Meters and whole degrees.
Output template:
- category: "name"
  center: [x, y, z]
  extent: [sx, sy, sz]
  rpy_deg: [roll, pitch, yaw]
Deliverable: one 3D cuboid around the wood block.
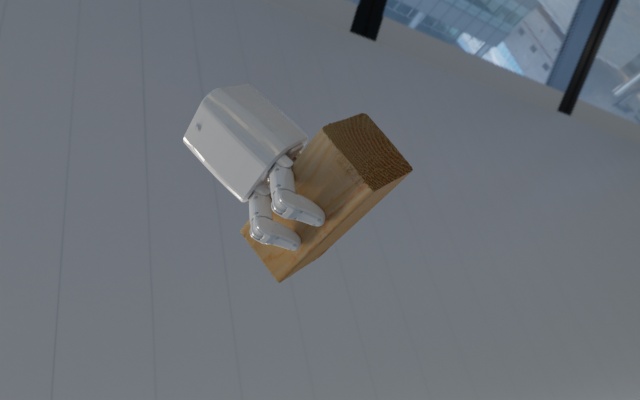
- category: "wood block"
  center: [0.000, 0.002, 0.580]
  extent: [0.091, 0.090, 0.206]
  rpy_deg: [-28, -14, -47]
